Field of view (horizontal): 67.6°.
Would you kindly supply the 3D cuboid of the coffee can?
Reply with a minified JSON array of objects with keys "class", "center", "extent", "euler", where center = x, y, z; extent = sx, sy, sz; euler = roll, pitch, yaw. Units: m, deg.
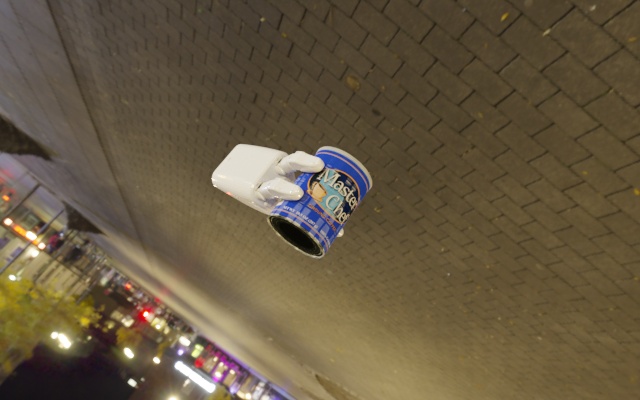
[{"class":"coffee can","center":[0.000,0.002,0.731],"extent":[0.103,0.140,0.103],"euler":[30,-23,14]}]
